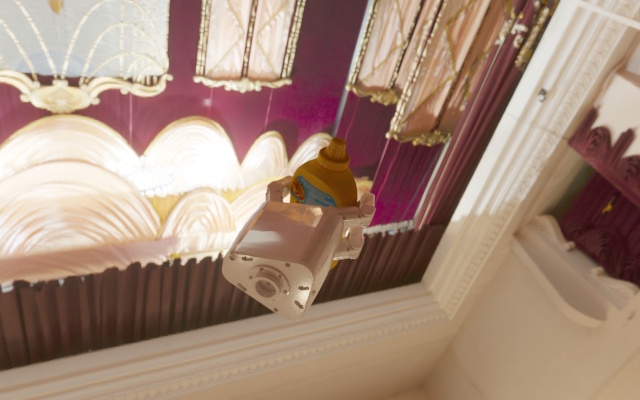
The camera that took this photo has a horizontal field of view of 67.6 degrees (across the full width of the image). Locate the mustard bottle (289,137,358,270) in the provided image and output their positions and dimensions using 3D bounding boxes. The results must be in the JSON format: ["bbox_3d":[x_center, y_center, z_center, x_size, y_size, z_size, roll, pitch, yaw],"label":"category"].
[{"bbox_3d":[0.000,0.002,0.642,0.096,0.192,0.058,36,39,26],"label":"mustard bottle"}]
